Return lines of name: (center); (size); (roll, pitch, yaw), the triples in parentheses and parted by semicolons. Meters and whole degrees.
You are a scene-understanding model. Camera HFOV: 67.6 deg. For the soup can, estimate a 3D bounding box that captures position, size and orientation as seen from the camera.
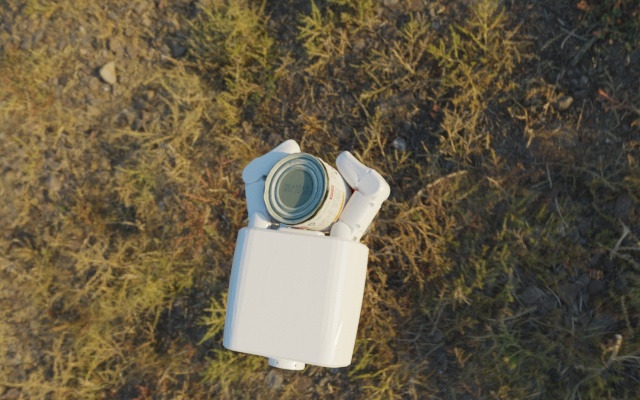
soup can: (0.000, 0.001, 0.454); (0.068, 0.068, 0.102); (0, -14, 29)
